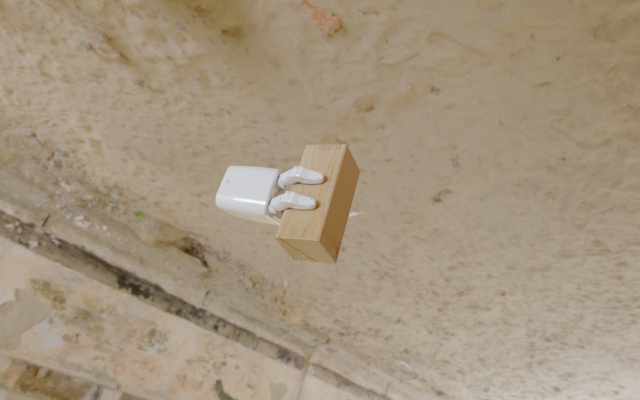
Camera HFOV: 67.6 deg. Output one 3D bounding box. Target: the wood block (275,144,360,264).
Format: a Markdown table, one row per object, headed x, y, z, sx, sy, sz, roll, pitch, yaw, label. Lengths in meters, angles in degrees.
| x | y | z | sx | sy | sz | roll | pitch | yaw | label |
| --- | --- | --- | --- | --- | --- | --- | --- | --- | --- |
| 0.000 | 0.003 | 0.893 | 0.090 | 0.206 | 0.091 | 2 | -31 | 25 | wood block |
